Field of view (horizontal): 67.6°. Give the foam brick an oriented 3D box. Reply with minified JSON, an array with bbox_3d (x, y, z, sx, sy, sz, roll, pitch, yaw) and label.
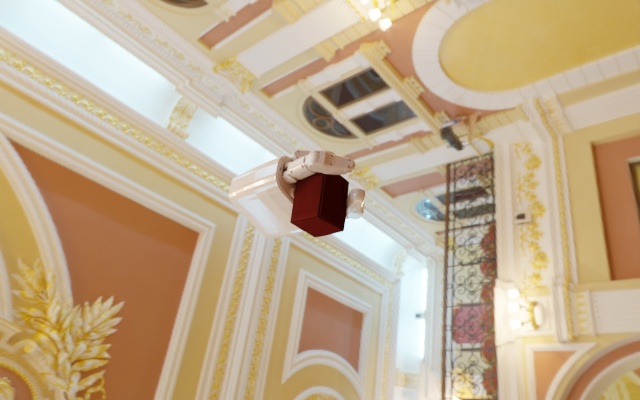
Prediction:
[{"bbox_3d":[0.000,0.002,0.632,0.051,0.078,0.053,-16,-37,37],"label":"foam brick"}]
